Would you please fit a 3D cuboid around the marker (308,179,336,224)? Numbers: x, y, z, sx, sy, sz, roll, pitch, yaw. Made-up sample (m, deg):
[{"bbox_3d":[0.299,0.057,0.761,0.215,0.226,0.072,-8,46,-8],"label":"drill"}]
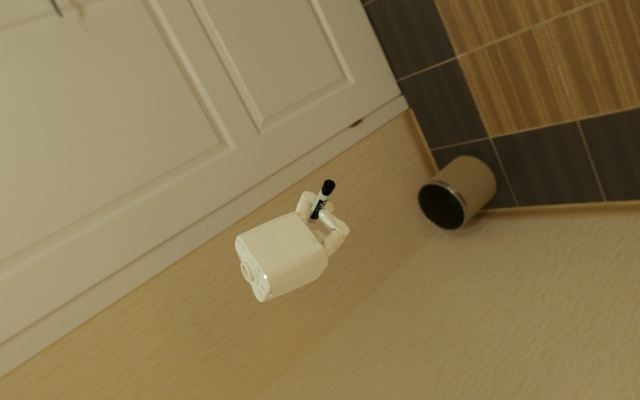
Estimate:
[{"bbox_3d":[0.000,0.003,0.774,0.020,0.020,0.121,0,-29,-17],"label":"marker"}]
